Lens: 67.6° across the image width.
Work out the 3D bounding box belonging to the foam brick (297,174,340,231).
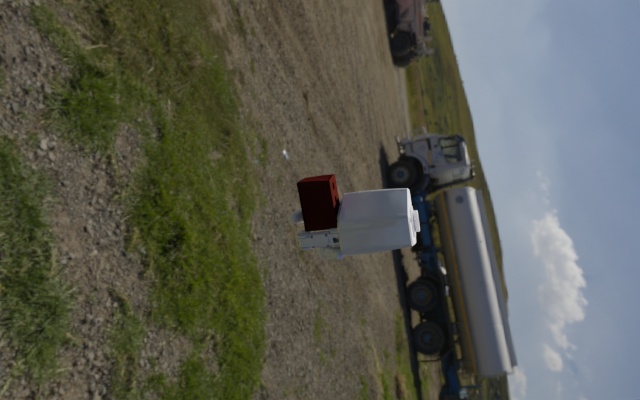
[{"bbox_3d":[0.000,0.002,0.738,0.051,0.078,0.053,-7,12,14],"label":"foam brick"}]
